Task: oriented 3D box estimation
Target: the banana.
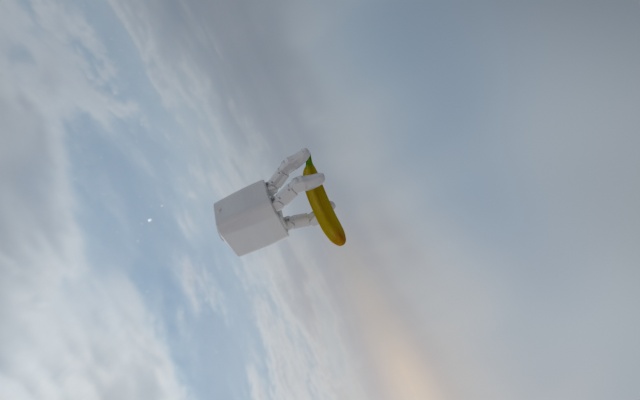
[{"bbox_3d":[0.002,0.009,0.858,0.037,0.197,0.070,-22,-29,-2],"label":"banana"}]
